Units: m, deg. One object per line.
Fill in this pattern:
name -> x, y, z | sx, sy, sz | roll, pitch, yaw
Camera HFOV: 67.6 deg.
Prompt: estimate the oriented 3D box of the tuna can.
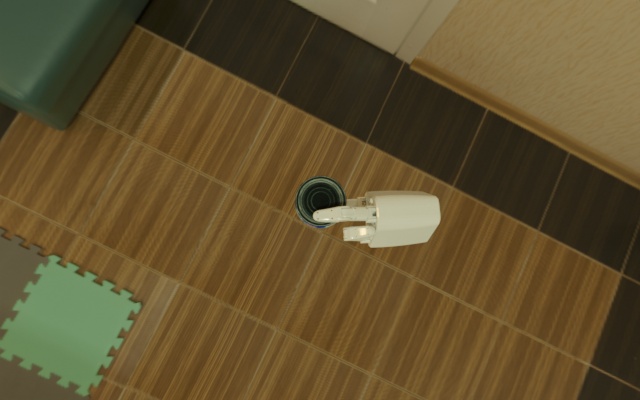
tuna can -> 0.000, 0.003, 0.787 | 0.086, 0.086, 0.034 | 0, -7, -2
